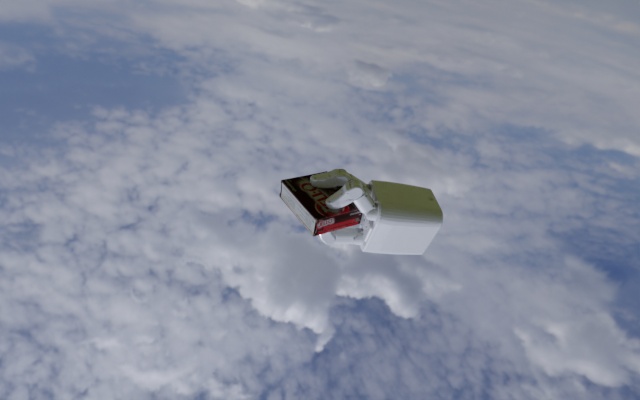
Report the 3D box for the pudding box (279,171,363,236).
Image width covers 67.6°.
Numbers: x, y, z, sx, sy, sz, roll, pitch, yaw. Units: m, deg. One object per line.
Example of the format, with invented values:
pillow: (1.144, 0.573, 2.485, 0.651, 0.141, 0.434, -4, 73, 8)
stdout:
pudding box: (0.000, 0.003, 0.755, 0.090, 0.039, 0.113, -12, 39, -32)
